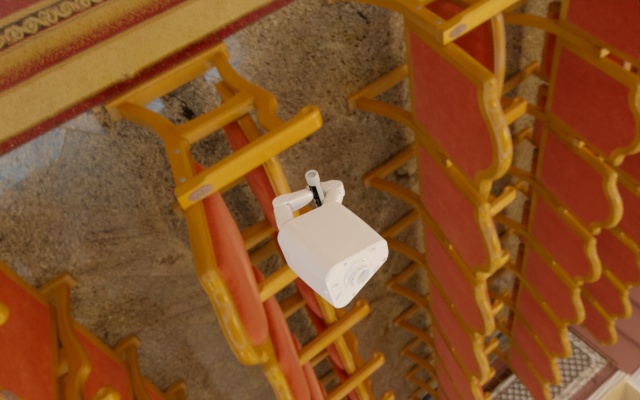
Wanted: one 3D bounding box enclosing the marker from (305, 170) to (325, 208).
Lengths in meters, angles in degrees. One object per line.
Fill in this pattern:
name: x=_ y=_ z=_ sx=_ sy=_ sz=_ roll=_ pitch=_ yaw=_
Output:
marker: x=0.000 y=0.002 z=0.726 sx=0.020 sy=0.020 sz=0.121 roll=0 pitch=-42 yaw=17
